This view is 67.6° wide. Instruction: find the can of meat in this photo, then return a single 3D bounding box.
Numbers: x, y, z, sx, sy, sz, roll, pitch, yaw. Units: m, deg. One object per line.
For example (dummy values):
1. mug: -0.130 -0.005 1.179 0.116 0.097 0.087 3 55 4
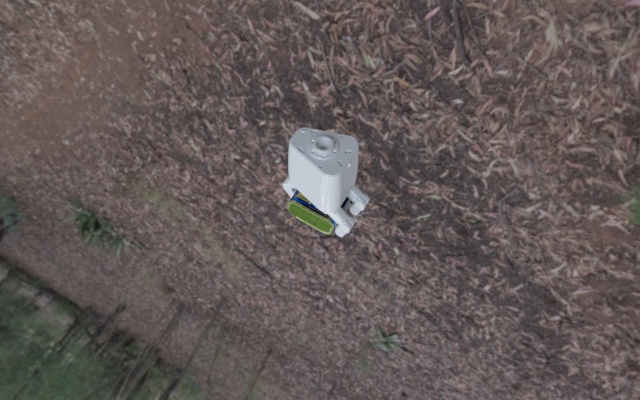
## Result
1. can of meat: 0.000 0.003 0.887 0.102 0.084 0.057 28 -29 11
